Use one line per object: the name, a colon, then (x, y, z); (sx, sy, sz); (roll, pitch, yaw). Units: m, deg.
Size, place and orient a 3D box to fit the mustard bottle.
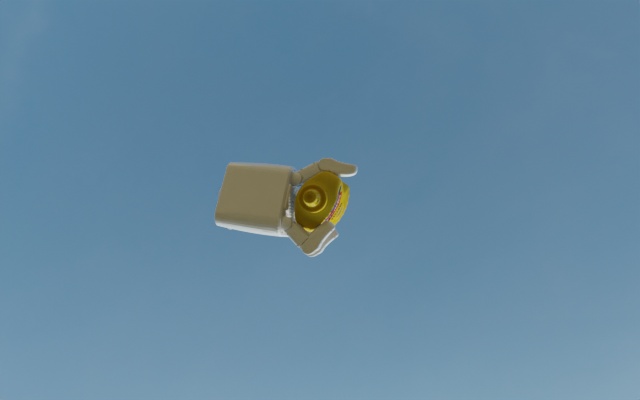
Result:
mustard bottle: (0.000, 0.003, 0.749); (0.058, 0.096, 0.191); (32, 1, 11)
